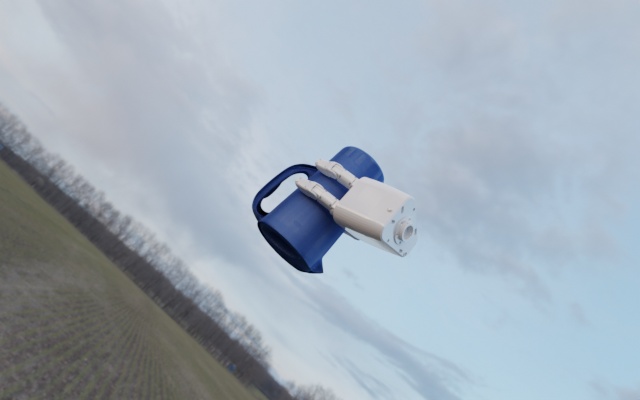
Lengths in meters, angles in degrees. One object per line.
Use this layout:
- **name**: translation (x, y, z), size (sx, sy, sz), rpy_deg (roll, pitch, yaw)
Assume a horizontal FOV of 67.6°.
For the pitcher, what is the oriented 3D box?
- **pitcher**: translation (0.000, 0.003, 0.900), size (0.145, 0.242, 0.149), rpy_deg (25, -27, 42)
